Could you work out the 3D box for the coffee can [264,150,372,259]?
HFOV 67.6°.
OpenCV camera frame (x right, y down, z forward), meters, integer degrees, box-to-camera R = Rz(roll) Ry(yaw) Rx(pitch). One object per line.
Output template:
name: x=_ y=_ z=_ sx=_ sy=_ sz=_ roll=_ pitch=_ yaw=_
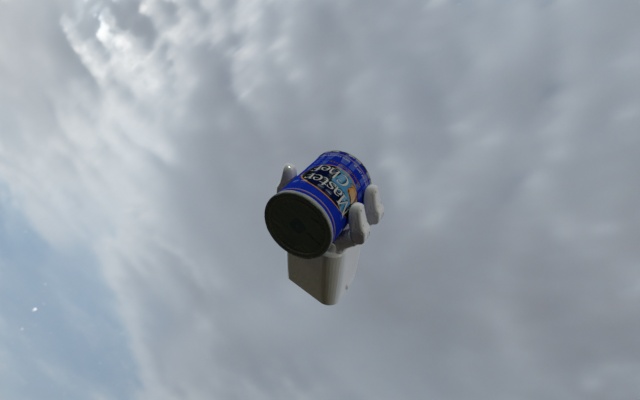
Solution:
coffee can: x=0.000 y=0.002 z=0.683 sx=0.103 sy=0.103 sz=0.140 roll=0 pitch=28 yaw=31
